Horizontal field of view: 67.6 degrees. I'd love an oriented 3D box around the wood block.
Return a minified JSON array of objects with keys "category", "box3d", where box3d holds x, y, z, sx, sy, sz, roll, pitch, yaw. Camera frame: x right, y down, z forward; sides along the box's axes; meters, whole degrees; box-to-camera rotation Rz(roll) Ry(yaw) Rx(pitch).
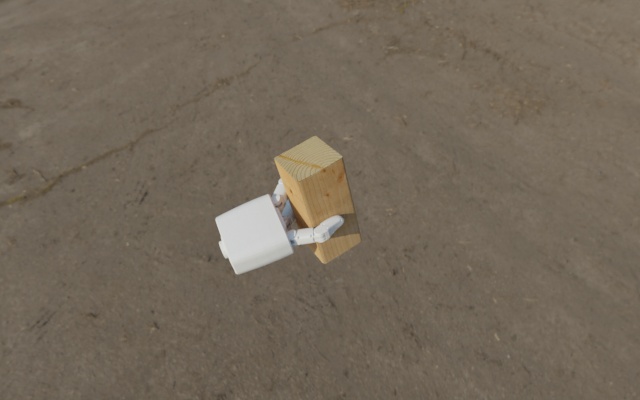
[{"category":"wood block","box3d":[0.000,0.003,0.862,0.090,0.206,0.090,-30,43,-15]}]
